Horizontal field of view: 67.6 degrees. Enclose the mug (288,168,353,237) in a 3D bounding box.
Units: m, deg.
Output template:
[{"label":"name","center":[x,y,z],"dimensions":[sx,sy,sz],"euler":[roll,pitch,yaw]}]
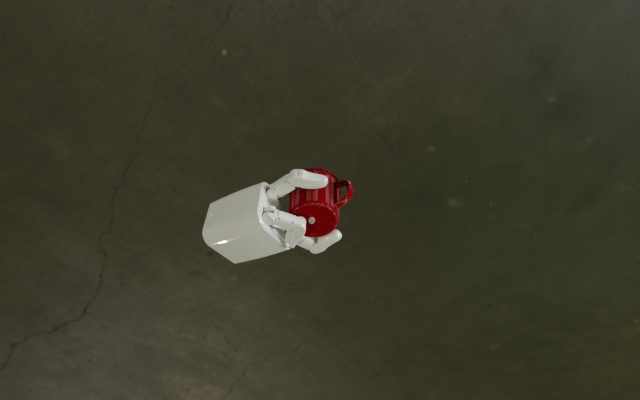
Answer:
[{"label":"mug","center":[0.001,0.002,0.786],"dimensions":[0.117,0.081,0.093],"euler":[-20,-51,18]}]
